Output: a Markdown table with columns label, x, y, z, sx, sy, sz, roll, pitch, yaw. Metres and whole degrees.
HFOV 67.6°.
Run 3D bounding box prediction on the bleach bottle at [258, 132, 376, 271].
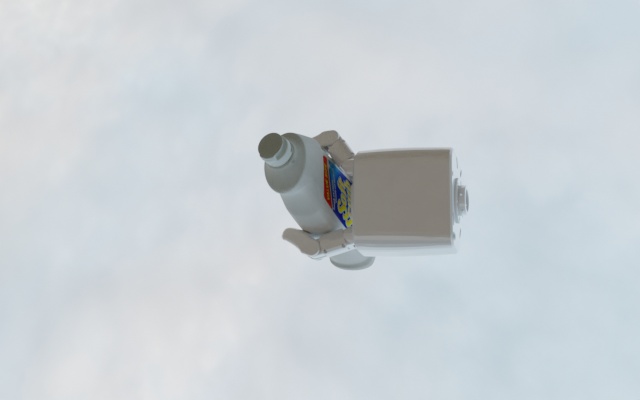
| label | x | y | z | sx | sy | sz | roll | pitch | yaw |
| --- | --- | --- | --- | --- | --- | --- | --- | --- | --- |
| bleach bottle | 0.000 | 0.002 | 0.566 | 0.068 | 0.102 | 0.251 | -3 | -24 | 25 |
